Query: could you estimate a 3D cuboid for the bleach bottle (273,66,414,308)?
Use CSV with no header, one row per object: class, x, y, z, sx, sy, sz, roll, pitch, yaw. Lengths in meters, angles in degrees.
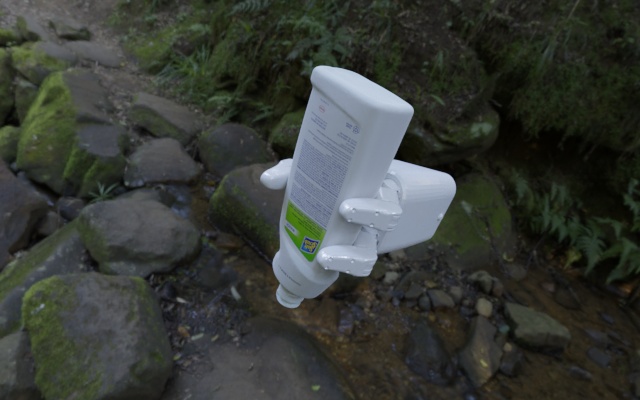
bleach bottle,0.000,0.002,0.488,0.068,0.251,0.102,-6,37,-44
